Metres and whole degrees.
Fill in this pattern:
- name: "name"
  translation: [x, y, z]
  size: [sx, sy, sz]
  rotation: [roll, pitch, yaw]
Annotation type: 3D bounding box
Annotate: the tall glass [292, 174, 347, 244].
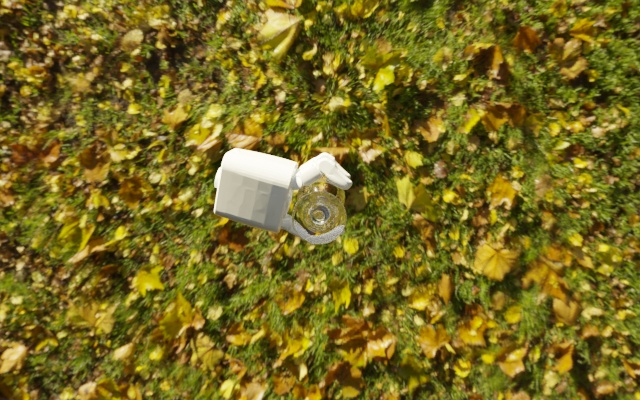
- name: "tall glass"
  translation: [0.000, 0.003, 0.741]
  size: [0.079, 0.079, 0.201]
  rotation: [0, 12, 1]
